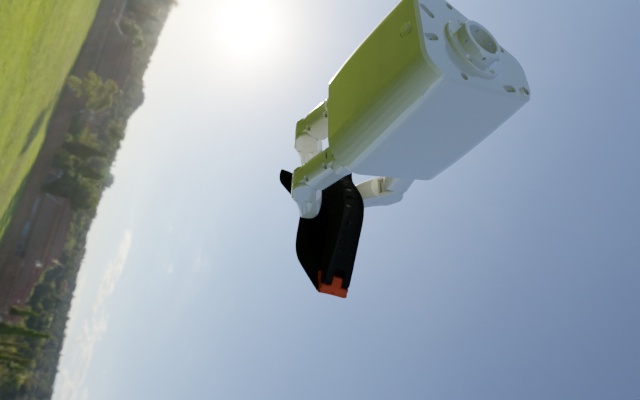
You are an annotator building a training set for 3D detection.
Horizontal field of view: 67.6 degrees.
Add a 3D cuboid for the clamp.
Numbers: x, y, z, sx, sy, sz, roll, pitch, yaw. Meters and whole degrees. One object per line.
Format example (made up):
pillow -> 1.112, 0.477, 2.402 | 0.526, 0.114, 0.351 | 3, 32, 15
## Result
clamp -> 0.001, 0.002, 0.474 | 0.036, 0.209, 0.165 | 18, -37, -25
